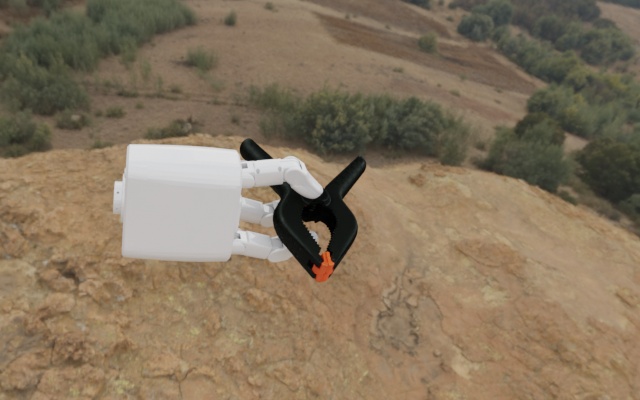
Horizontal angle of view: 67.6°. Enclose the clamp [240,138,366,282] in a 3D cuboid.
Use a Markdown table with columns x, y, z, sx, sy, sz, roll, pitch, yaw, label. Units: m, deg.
| x | y | z | sx | sy | sz | roll | pitch | yaw | label |
| --- | --- | --- | --- | --- | --- | --- | --- | --- | --- |
| 0.000 | 0.002 | 0.549 | 0.164 | 0.036 | 0.209 | 1 | 43 | -20 | clamp |
